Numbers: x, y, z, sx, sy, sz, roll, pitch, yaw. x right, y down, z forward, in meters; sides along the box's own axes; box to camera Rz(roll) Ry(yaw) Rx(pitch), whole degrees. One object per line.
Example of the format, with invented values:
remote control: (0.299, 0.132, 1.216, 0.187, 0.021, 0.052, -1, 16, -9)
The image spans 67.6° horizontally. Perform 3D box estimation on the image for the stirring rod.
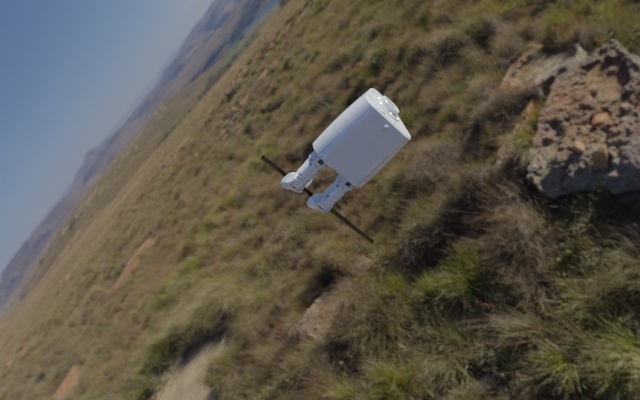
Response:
stirring rod: (0.000, 0.003, 0.769, 0.239, 0.011, 0.011, 38, -16, -22)
